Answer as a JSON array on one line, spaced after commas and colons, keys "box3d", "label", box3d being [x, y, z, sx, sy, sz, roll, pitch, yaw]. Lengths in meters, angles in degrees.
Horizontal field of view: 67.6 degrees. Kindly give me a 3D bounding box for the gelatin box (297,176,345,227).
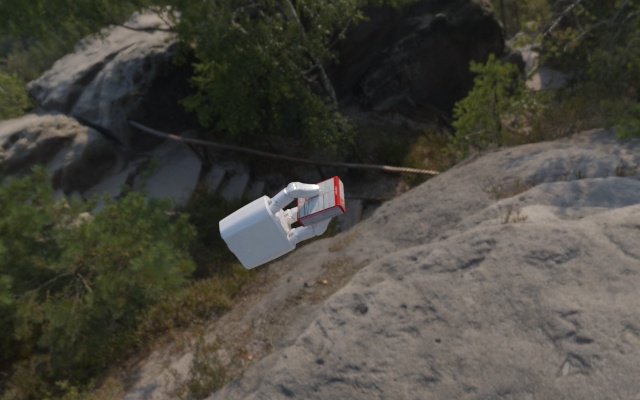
[{"box3d": [0.000, 0.003, 0.893, 0.089, 0.073, 0.030, -21, -46, 20], "label": "gelatin box"}]
